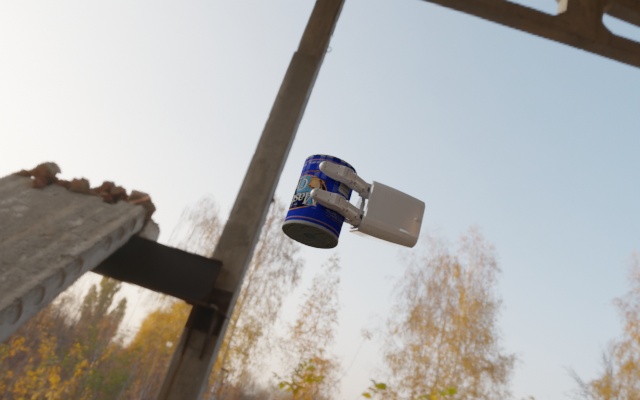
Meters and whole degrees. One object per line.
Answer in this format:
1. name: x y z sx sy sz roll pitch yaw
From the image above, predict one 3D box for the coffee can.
1. coffee can: 0.000 0.003 0.858 0.103 0.140 0.103 15 -25 7
